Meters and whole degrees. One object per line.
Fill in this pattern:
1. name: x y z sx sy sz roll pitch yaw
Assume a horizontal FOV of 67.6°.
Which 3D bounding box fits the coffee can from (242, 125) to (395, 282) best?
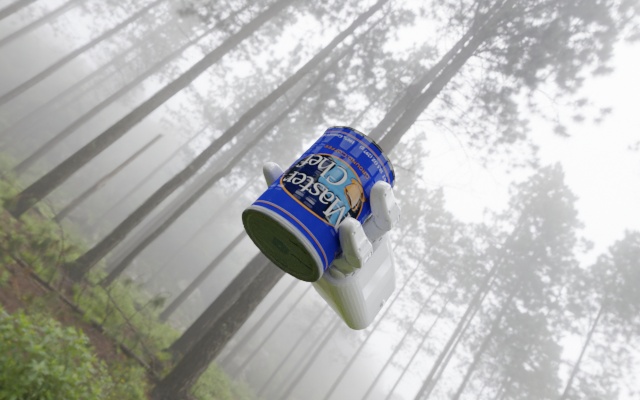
1. coffee can: 0.000 0.002 0.512 0.103 0.103 0.140 0 41 53
